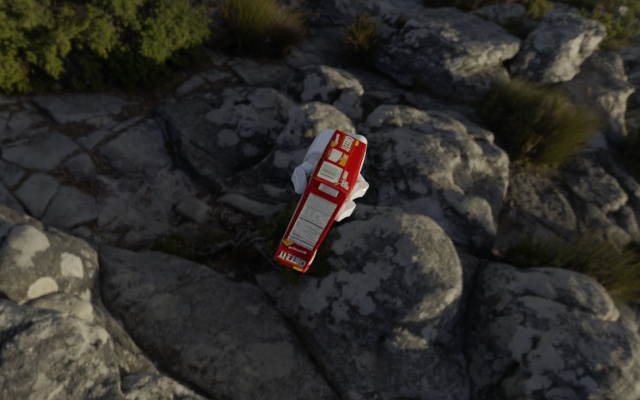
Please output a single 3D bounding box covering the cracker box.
[{"bbox_3d":[0.000,0.003,0.868,0.072,0.214,0.164,25,39,-2],"label":"cracker box"}]
